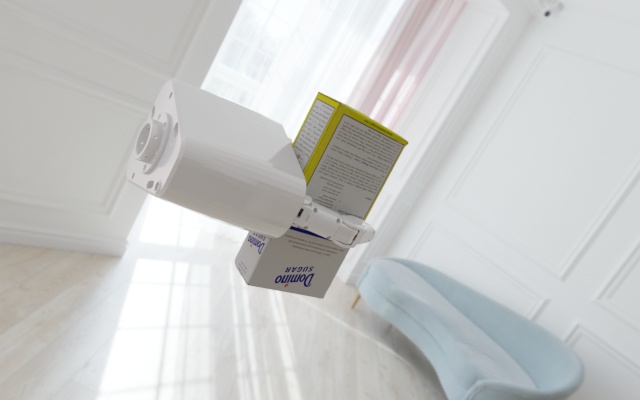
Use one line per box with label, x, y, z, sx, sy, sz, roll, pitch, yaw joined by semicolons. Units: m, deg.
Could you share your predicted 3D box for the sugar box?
sugar box;0.000;0.001;0.439;0.093;0.176;0.048;20;16;-38
